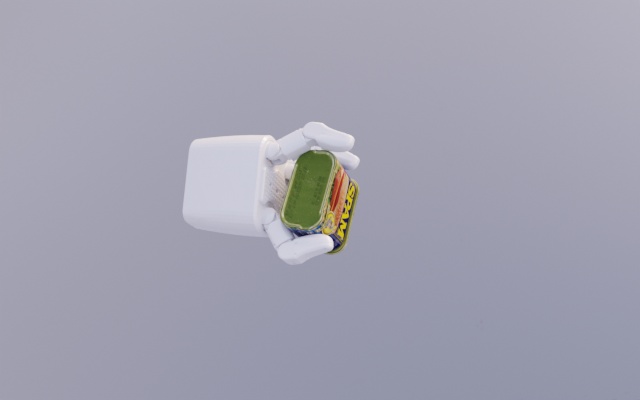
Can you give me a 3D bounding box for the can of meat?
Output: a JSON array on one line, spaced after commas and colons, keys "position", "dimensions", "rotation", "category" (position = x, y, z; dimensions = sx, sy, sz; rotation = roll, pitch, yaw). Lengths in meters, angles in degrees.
[{"position": [0.000, 0.002, 0.558], "dimensions": [0.057, 0.102, 0.084], "rotation": [6, -20, 24], "category": "can of meat"}]
